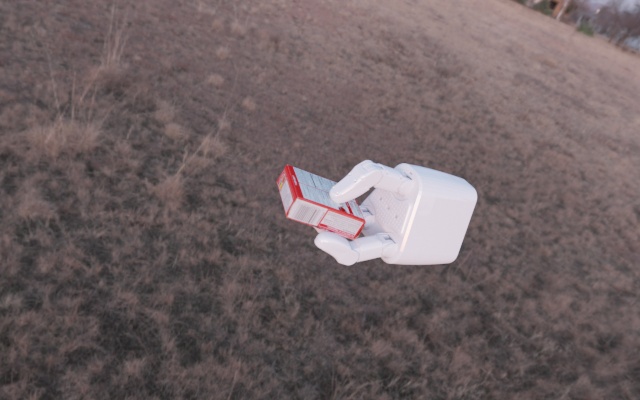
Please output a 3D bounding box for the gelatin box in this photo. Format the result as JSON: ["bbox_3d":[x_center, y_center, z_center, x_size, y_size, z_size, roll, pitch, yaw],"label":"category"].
[{"bbox_3d":[0.000,0.001,0.532,0.089,0.030,0.073,20,26,-25],"label":"gelatin box"}]
